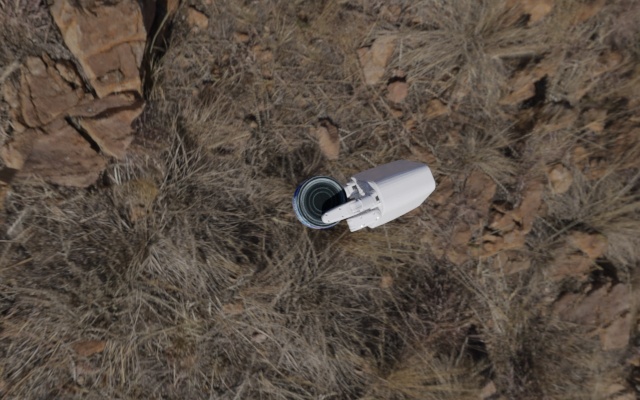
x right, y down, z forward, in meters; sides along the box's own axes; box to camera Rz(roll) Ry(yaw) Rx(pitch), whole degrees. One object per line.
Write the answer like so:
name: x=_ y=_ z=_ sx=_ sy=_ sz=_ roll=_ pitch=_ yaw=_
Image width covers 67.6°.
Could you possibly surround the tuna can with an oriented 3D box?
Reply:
tuna can: x=0.000 y=0.003 z=0.767 sx=0.086 sy=0.086 sz=0.034 roll=0 pitch=-3 yaw=-15
